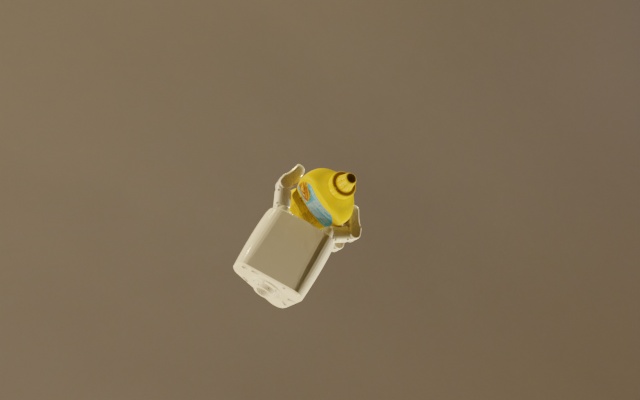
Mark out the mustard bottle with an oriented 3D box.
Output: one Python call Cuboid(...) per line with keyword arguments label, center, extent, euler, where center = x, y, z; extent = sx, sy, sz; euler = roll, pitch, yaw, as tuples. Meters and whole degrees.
Cuboid(label="mustard bottle", center=(0.000, 0.002, 0.754), extent=(0.058, 0.096, 0.192), euler=(-31, -4, -34))
